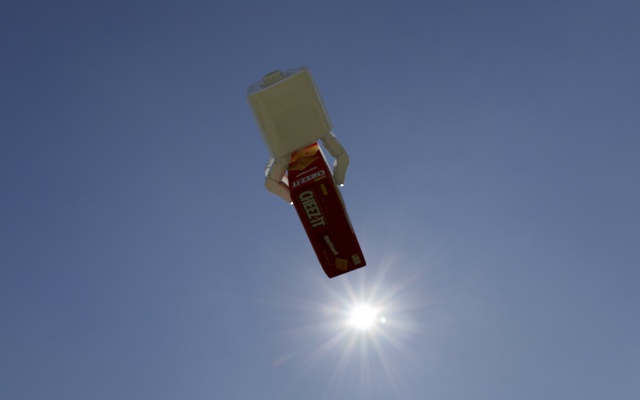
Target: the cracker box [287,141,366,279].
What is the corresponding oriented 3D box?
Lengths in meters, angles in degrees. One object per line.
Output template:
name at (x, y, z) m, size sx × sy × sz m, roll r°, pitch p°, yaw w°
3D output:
cracker box at (0.000, 0.002, 0.796) m, size 0.072 × 0.164 × 0.213 m, roll -22°, pitch 25°, yaw 4°
